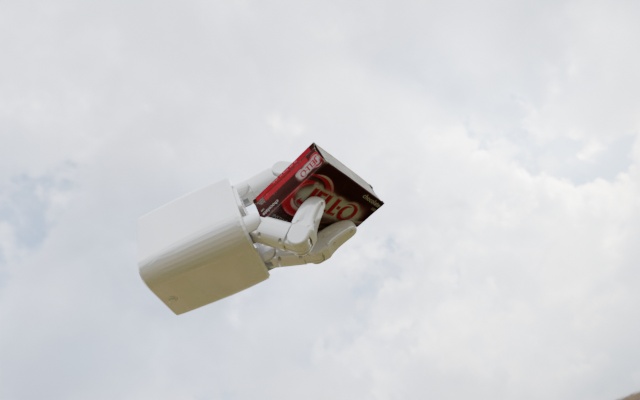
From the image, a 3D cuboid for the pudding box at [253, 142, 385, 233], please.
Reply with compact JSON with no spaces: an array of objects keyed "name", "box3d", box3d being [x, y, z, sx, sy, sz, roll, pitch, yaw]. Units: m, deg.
[{"name":"pudding box","box3d":[0.000,0.002,0.500,0.090,0.039,0.113,-42,-40,16]}]
